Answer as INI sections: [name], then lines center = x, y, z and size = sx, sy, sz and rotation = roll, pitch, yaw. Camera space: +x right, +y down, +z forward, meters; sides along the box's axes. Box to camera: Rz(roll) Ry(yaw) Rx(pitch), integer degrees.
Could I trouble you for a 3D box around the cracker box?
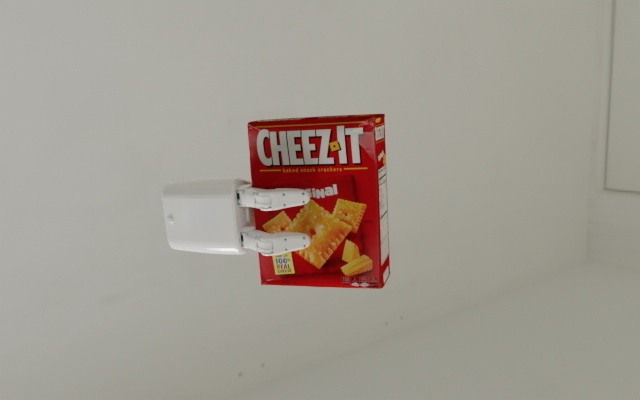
[cracker box]
center = 0.000, 0.002, 0.609
size = 0.164, 0.214, 0.072
rotation = 0, 12, 17
